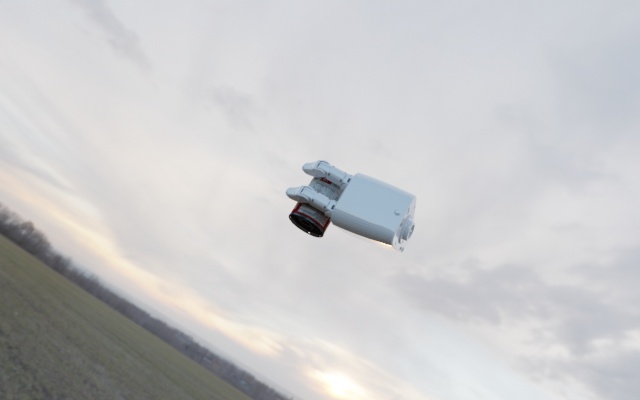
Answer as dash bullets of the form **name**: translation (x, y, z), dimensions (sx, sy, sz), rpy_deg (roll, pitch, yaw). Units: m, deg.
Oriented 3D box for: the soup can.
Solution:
- **soup can**: translation (0.000, 0.002, 0.814), dimensions (0.068, 0.102, 0.068), rpy_deg (27, -22, 12)
